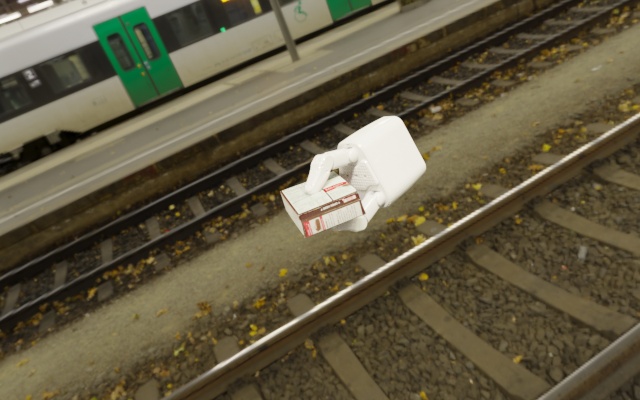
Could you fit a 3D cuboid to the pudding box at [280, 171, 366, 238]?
[{"bbox_3d":[0.000,0.002,0.669,0.090,0.039,0.113,-22,21,-9],"label":"pudding box"}]
